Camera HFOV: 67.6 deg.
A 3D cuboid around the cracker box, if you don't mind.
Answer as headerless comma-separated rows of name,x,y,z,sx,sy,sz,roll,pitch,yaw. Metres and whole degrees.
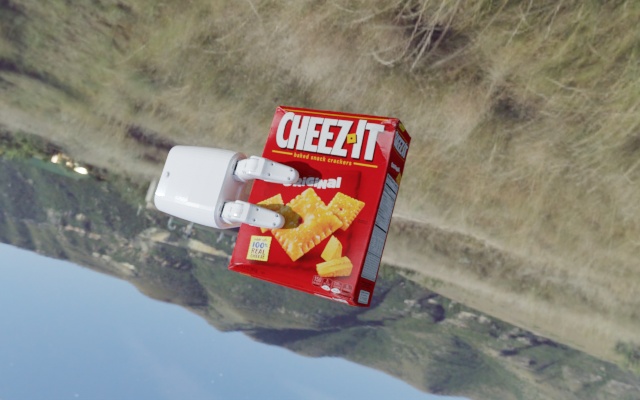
cracker box,0.000,0.002,0.571,0.164,0.213,0.072,11,-10,24
